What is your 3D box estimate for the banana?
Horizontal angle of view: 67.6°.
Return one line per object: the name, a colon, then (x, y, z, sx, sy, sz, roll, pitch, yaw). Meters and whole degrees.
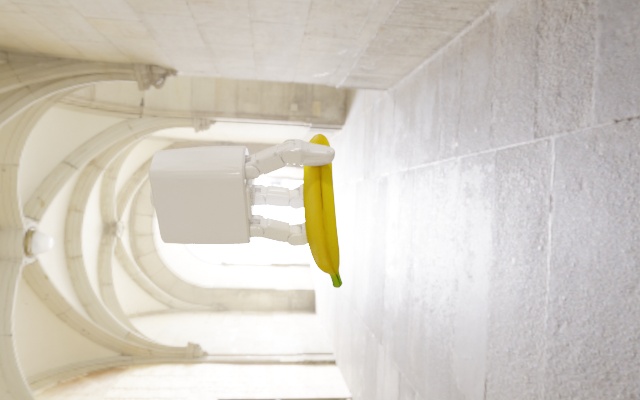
banana: (-0.001, -0.002, 0.554, 0.037, 0.197, 0.070, -5, -21, 2)
